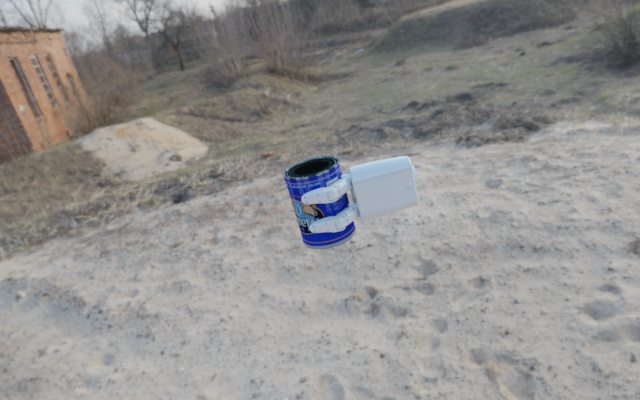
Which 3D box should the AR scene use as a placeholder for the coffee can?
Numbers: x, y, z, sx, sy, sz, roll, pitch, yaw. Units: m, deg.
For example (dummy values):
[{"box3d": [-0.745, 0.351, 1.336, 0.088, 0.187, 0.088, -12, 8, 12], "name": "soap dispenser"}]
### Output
[{"box3d": [0.000, 0.003, 0.865, 0.103, 0.140, 0.102, -13, 21, 5], "name": "coffee can"}]
